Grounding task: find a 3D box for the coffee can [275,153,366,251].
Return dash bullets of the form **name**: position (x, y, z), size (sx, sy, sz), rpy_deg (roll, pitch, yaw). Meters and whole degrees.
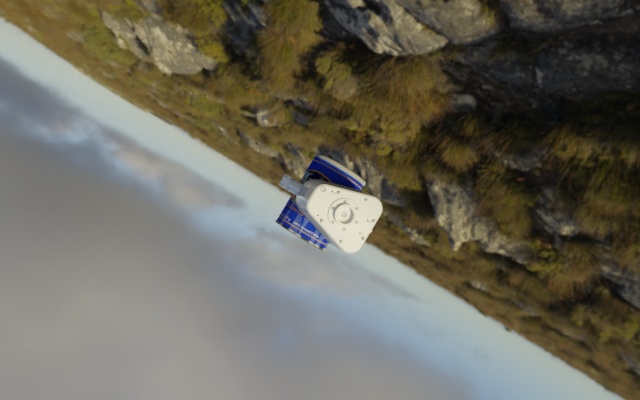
- **coffee can**: position (0.000, 0.003, 0.841), size (0.103, 0.140, 0.103), rpy_deg (31, -1, 1)
